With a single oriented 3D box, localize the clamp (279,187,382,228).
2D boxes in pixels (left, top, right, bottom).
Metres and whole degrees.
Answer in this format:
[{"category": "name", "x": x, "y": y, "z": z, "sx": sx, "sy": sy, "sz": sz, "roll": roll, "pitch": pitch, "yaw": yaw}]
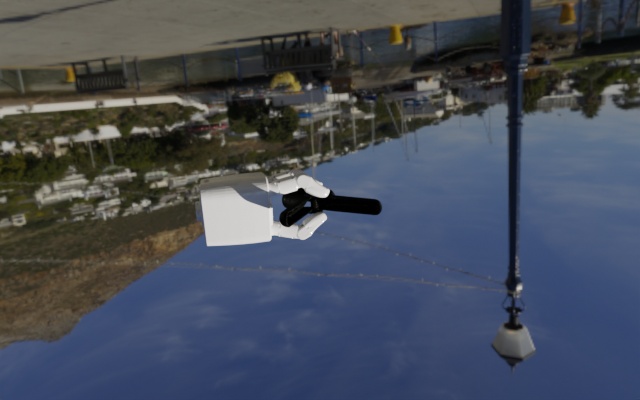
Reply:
[{"category": "clamp", "x": 0.000, "y": 0.003, "z": 0.810, "sx": 0.164, "sy": 0.036, "sz": 0.210, "roll": -4, "pitch": 12, "yaw": -12}]
